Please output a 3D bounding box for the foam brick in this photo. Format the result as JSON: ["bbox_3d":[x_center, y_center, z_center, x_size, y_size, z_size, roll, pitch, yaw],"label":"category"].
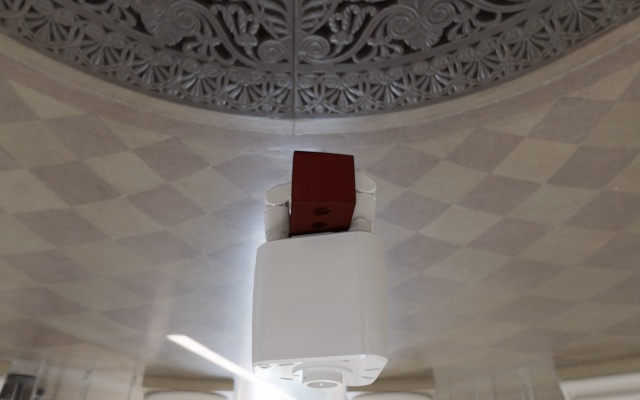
[{"bbox_3d":[0.000,0.001,0.418,0.053,0.051,0.078,3,-34,-3],"label":"foam brick"}]
